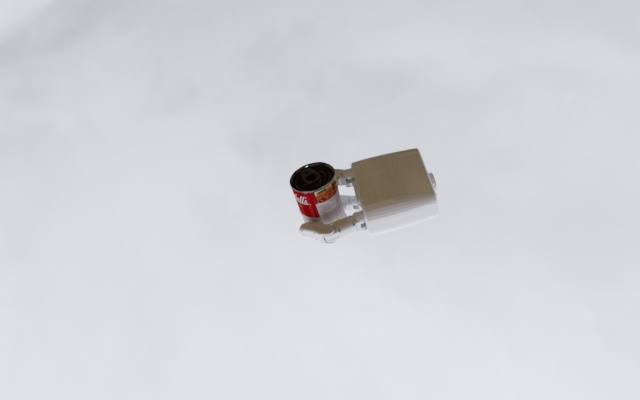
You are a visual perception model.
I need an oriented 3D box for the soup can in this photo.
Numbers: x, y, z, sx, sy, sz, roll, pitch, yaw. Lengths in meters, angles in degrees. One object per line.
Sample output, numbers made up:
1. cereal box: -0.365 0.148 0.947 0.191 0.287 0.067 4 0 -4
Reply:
1. soup can: 0.000 0.003 0.718 0.068 0.102 0.068 -11 40 9
